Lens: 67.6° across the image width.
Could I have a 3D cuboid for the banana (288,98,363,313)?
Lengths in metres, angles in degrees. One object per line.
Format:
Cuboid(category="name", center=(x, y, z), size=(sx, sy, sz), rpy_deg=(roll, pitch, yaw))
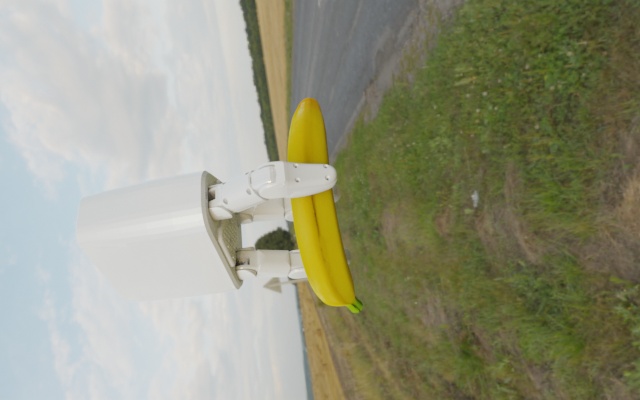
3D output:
Cuboid(category="banana", center=(-0.003, 0.004, 0.403), size=(0.037, 0.198, 0.069), rpy_deg=(-11, -3, 10))
